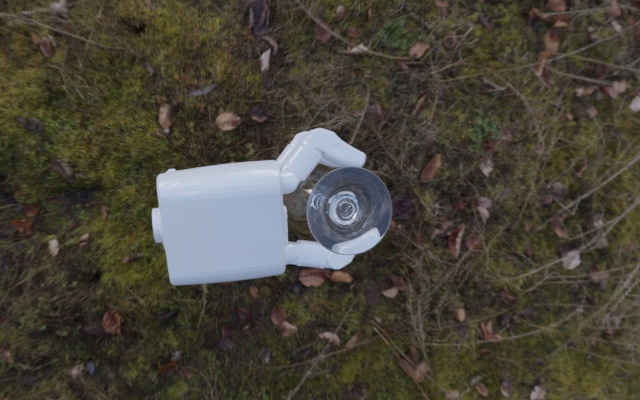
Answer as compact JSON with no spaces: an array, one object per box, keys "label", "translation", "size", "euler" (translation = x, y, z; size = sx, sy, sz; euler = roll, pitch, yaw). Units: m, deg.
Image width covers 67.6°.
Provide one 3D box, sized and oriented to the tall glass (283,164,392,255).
[{"label":"tall glass","translation":[0.000,0.002,0.490],"size":[0.079,0.079,0.201],"euler":[0,4,-14]}]
